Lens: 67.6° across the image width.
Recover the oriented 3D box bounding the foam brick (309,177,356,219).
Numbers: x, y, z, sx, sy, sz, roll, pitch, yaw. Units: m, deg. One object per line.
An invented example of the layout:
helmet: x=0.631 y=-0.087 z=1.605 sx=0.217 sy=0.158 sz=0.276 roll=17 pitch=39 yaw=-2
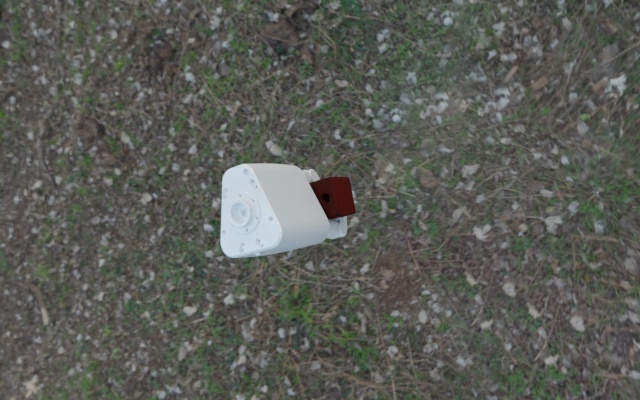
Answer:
foam brick: x=0.000 y=0.002 z=0.652 sx=0.078 sy=0.053 sz=0.051 roll=-16 pitch=-8 yaw=29
